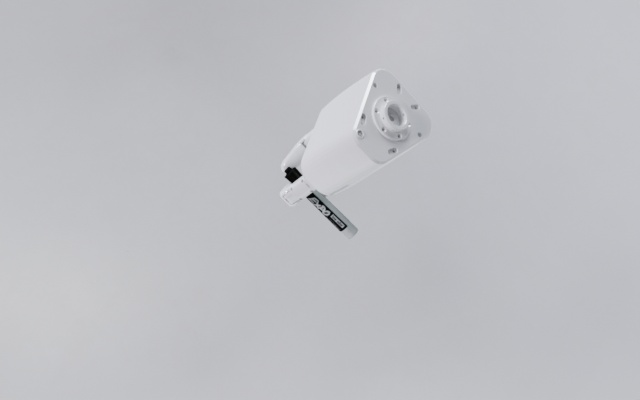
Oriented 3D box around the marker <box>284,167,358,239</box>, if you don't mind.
[{"bbox_3d":[0.000,0.002,0.605,0.121,0.020,0.020,45,-11,-11],"label":"marker"}]
